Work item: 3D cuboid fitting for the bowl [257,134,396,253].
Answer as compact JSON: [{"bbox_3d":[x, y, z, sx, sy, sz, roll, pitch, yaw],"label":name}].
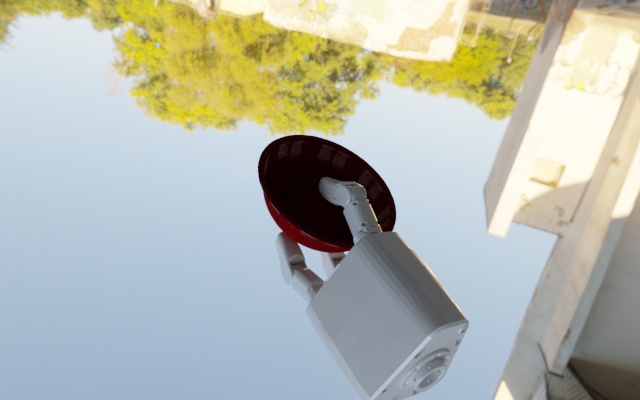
[{"bbox_3d":[0.000,0.001,0.524,0.162,0.162,0.055,0,-40,-32],"label":"bowl"}]
